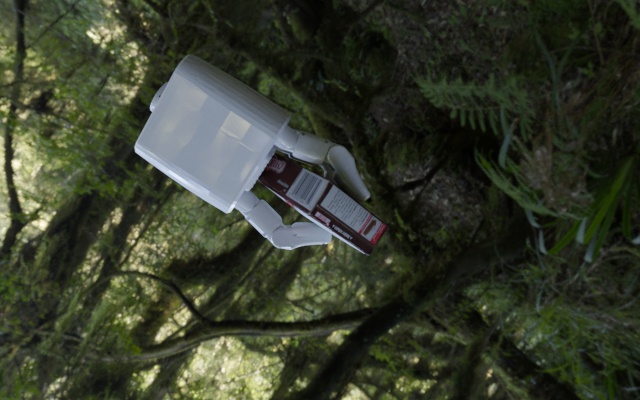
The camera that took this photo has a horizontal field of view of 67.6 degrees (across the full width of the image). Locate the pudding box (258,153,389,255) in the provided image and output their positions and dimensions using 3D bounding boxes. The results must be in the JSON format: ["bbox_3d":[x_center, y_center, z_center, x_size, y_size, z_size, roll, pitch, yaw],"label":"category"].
[{"bbox_3d":[0.000,0.002,0.471,0.090,0.039,0.113,35,-1,-36],"label":"pudding box"}]
